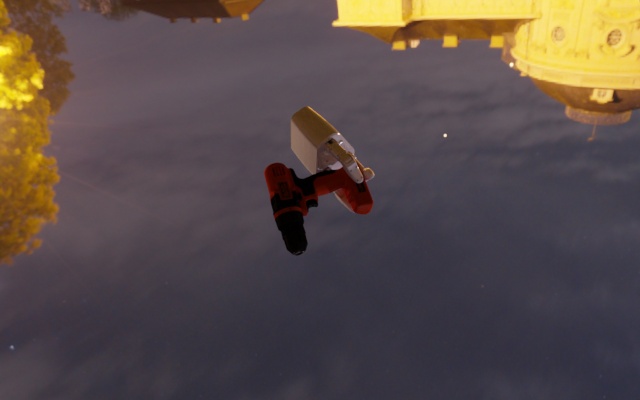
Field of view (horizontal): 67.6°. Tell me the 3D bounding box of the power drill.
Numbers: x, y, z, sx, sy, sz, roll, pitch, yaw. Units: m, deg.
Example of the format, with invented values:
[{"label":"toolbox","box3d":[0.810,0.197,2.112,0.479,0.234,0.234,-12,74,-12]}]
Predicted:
[{"label":"power drill","box3d":[0.000,0.003,0.897,0.187,0.184,0.057,-9,-23,-20]}]
